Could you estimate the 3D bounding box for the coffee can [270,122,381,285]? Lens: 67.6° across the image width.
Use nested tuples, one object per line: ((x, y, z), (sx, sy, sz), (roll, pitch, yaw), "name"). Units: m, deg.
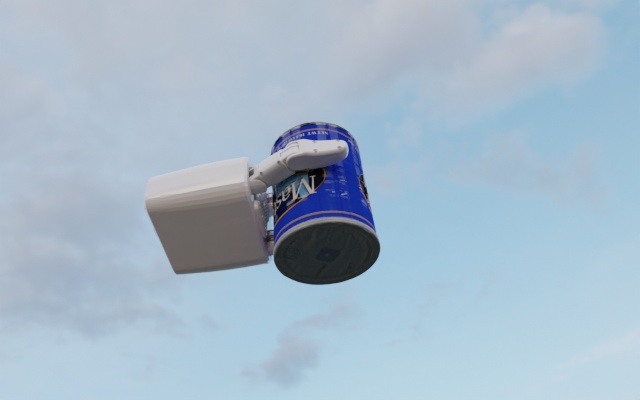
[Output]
((0.000, 0.002, 0.500), (0.103, 0.140, 0.103), (-4, -42, -4), "coffee can")
